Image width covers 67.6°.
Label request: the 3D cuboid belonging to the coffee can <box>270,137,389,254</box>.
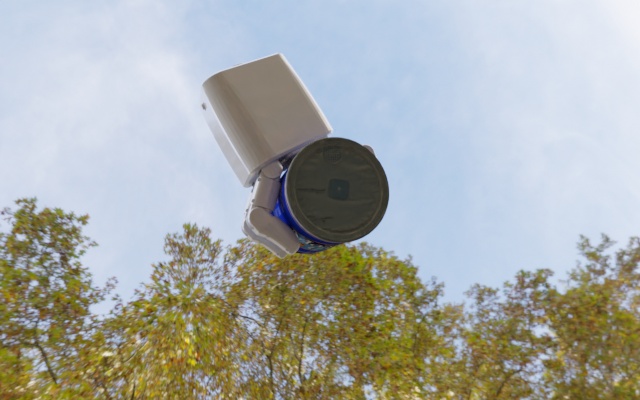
[{"bbox_3d":[0.000,0.002,0.516,0.103,0.102,0.140,0,-11,-15],"label":"coffee can"}]
